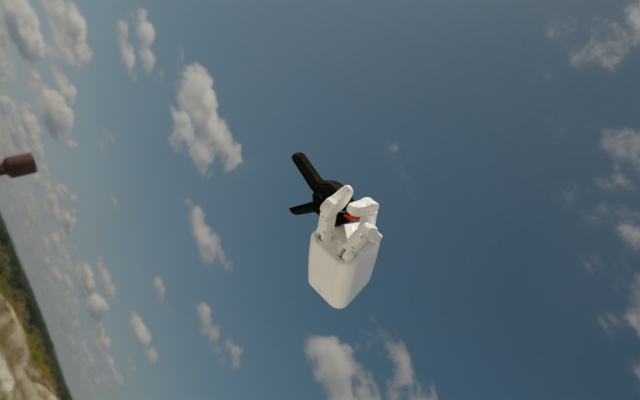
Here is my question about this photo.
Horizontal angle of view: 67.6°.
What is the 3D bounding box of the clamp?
[{"bbox_3d":[0.001,0.003,0.829,0.039,0.120,0.171,-21,44,-33],"label":"clamp"}]
